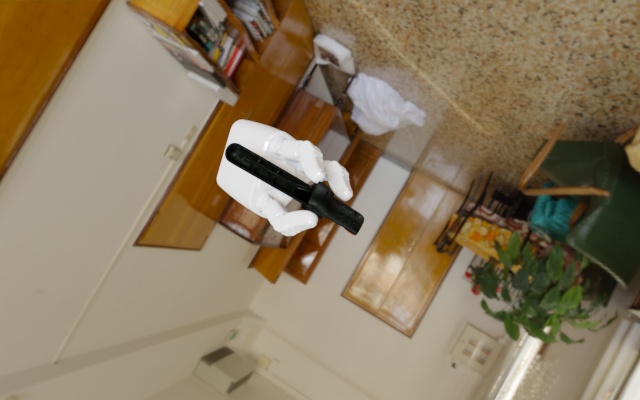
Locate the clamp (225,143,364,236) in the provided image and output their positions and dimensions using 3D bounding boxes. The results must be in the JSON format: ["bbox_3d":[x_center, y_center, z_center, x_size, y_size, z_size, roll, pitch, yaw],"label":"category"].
[{"bbox_3d":[0.000,0.003,0.579,0.210,0.036,0.164,32,-3,-43],"label":"clamp"}]
